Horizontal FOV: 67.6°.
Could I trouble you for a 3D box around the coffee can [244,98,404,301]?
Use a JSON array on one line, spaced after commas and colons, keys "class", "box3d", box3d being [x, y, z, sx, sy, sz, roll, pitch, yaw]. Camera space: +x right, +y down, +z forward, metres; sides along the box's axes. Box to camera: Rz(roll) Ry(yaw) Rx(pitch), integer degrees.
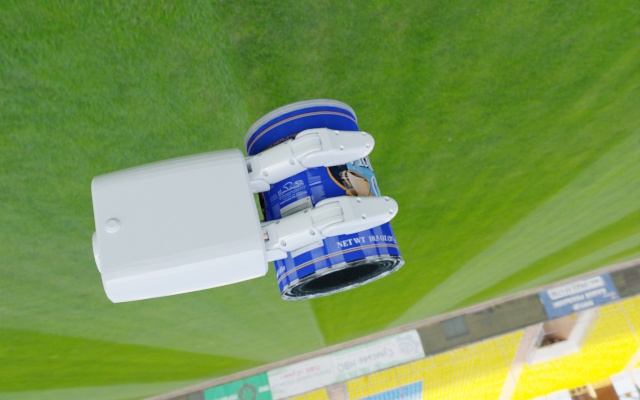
[{"class": "coffee can", "box3d": [0.000, 0.001, 0.405, 0.103, 0.140, 0.103, -14, -20, -5]}]
